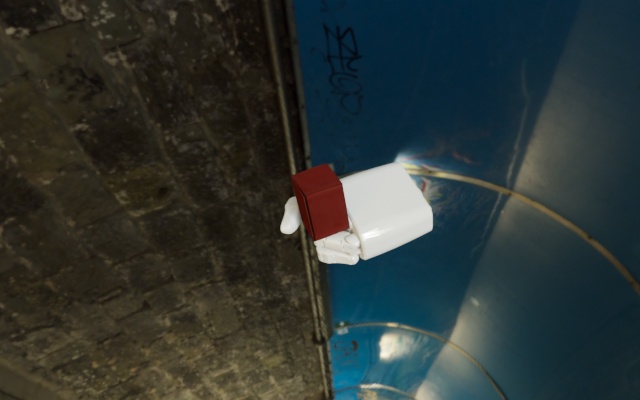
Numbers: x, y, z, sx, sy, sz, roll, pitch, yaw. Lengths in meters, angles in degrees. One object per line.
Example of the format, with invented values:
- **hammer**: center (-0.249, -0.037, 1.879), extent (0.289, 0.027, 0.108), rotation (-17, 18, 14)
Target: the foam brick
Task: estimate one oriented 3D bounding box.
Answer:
- **foam brick**: center (0.000, 0.002, 0.610), extent (0.051, 0.078, 0.053), rotation (-20, 40, -10)
